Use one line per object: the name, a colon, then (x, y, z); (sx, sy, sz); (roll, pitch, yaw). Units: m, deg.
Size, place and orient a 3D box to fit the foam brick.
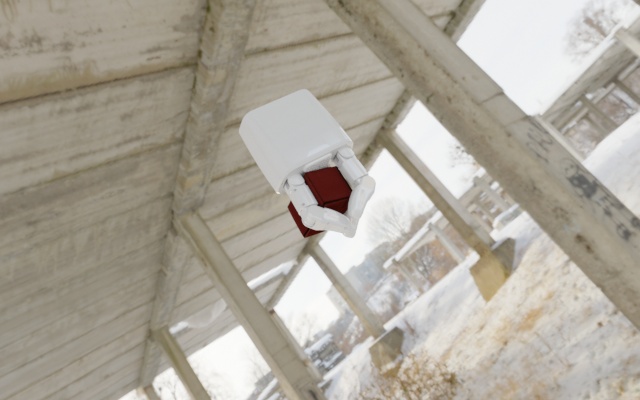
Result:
foam brick: (0.000, 0.002, 0.622); (0.053, 0.051, 0.078); (-15, -28, -35)
